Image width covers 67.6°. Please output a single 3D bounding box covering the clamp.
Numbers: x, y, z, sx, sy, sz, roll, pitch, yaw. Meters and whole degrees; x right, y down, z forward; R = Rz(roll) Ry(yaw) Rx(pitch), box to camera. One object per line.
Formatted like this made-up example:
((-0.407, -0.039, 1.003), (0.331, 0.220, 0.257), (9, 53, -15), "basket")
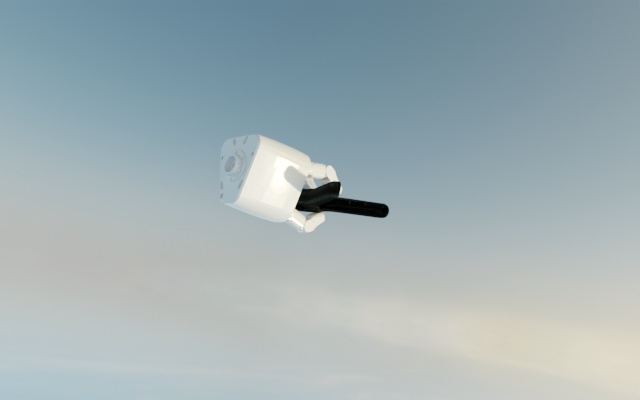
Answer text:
((-0.001, 0.003, 0.807), (0.210, 0.036, 0.164), (-2, -16, 42), "clamp")
